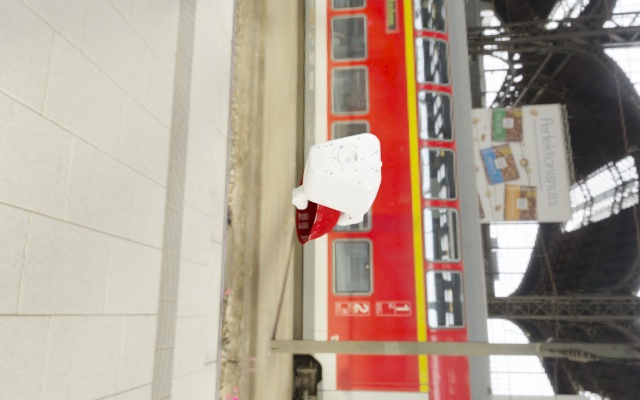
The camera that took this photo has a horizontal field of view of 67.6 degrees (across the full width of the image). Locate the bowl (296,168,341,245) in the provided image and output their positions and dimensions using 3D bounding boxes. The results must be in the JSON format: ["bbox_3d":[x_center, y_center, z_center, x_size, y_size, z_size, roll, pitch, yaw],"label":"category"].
[{"bbox_3d":[0.000,0.003,0.875,0.055,0.162,0.162,8,-2,-16],"label":"bowl"}]
